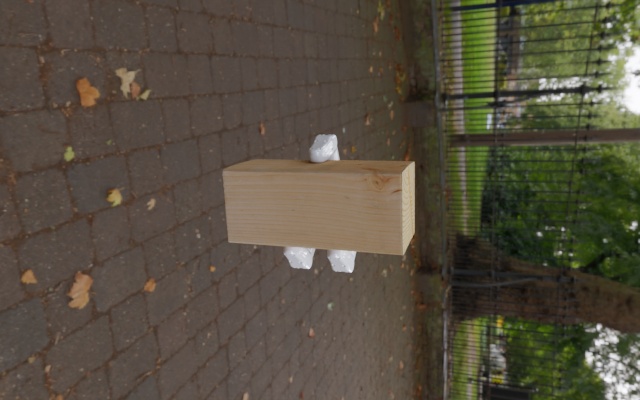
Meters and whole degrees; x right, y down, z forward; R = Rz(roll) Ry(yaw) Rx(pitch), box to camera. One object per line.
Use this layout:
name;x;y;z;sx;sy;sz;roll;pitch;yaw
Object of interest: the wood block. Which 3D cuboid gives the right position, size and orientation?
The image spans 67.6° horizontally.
wood block;0.000;0.001;0.559;0.206;0.091;0.090;2;13;19
